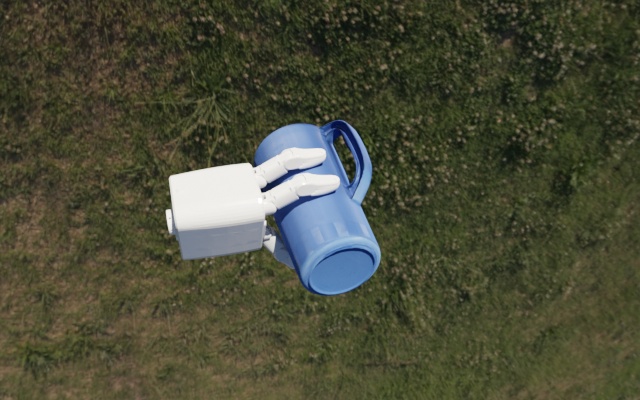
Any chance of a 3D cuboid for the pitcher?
[{"bbox_3d":[0.000,0.002,0.671,0.145,0.149,0.242,-9,44,-15],"label":"pitcher"}]
